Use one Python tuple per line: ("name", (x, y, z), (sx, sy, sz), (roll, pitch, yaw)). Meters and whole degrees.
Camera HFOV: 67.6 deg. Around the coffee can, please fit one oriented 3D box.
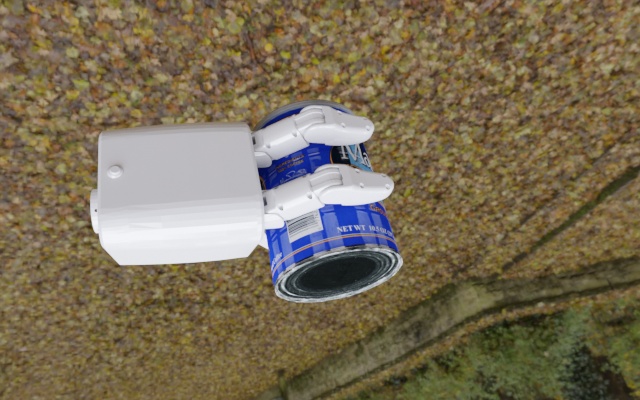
("coffee can", (0.000, 0.001, 0.405), (0.103, 0.140, 0.103), (-11, -29, -6))
